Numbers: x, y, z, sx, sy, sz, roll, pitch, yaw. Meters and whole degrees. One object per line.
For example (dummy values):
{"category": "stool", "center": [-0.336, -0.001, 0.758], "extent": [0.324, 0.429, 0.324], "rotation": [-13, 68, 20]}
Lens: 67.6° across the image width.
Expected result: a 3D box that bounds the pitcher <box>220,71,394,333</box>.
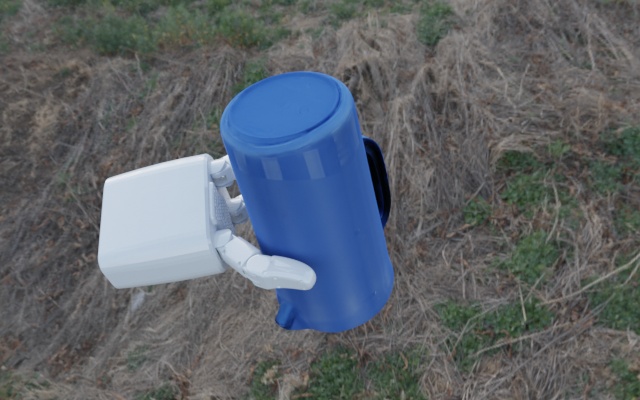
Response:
{"category": "pitcher", "center": [0.000, 0.002, 0.457], "extent": [0.145, 0.149, 0.243], "rotation": [-10, -45, 5]}
